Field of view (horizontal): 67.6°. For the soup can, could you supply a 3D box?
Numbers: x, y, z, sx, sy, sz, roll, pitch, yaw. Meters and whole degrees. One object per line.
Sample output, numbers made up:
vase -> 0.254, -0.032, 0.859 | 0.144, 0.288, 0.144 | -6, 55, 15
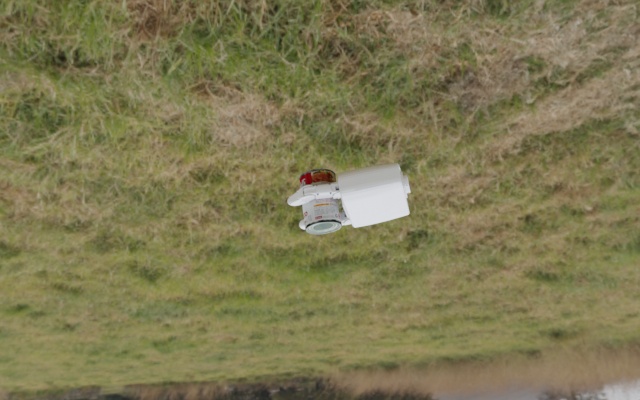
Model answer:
soup can -> 0.000, 0.003, 0.862 | 0.068, 0.102, 0.068 | -6, -22, -3
